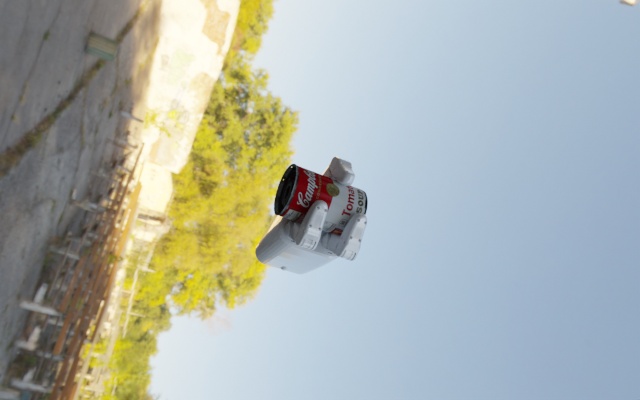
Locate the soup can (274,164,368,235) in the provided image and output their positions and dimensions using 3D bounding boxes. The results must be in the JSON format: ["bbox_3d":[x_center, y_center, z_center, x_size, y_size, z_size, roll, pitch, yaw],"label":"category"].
[{"bbox_3d":[0.001,0.002,0.609,0.102,0.068,0.068,20,-7,-20],"label":"soup can"}]
